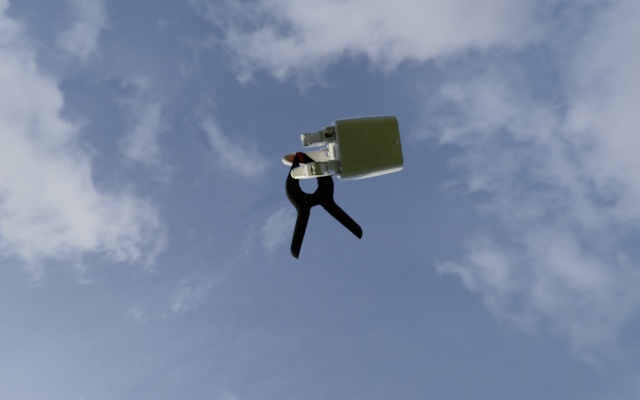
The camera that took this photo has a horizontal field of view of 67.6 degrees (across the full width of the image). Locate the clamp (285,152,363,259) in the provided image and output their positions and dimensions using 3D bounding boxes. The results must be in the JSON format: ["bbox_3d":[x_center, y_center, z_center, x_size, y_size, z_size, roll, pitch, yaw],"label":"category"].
[{"bbox_3d":[0.000,0.002,0.778,0.120,0.171,0.039,-8,0,-8],"label":"clamp"}]
